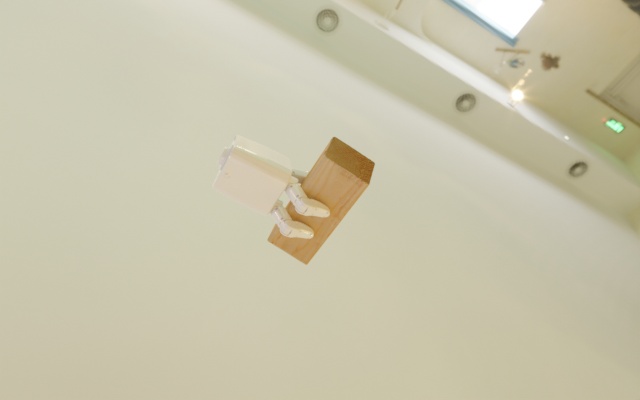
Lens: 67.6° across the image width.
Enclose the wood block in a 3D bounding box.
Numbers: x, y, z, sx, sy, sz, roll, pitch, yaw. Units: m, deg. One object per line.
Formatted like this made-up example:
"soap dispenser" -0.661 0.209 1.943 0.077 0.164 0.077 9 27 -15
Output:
"wood block" 0.000 0.003 0.851 0.090 0.206 0.090 32 31 -6
